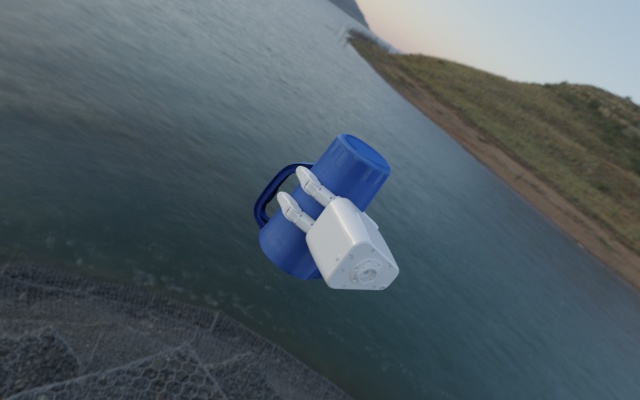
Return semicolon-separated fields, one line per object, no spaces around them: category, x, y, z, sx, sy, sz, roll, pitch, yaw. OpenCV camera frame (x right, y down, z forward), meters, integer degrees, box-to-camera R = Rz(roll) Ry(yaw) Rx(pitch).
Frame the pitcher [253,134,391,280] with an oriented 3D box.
pitcher;0.000;0.003;0.823;0.149;0.243;0.145;24;23;-31
